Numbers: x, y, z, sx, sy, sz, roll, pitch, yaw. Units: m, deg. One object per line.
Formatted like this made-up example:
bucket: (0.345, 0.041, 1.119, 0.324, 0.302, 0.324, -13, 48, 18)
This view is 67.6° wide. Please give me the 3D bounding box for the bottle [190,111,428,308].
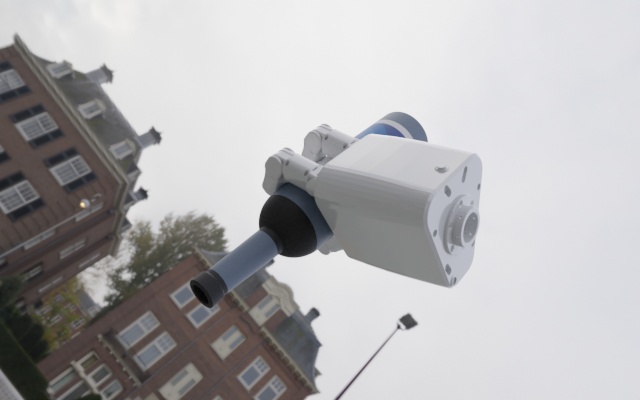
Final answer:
bottle: (0.000, 0.001, 0.462, 0.069, 0.069, 0.295, 0, 30, 48)
